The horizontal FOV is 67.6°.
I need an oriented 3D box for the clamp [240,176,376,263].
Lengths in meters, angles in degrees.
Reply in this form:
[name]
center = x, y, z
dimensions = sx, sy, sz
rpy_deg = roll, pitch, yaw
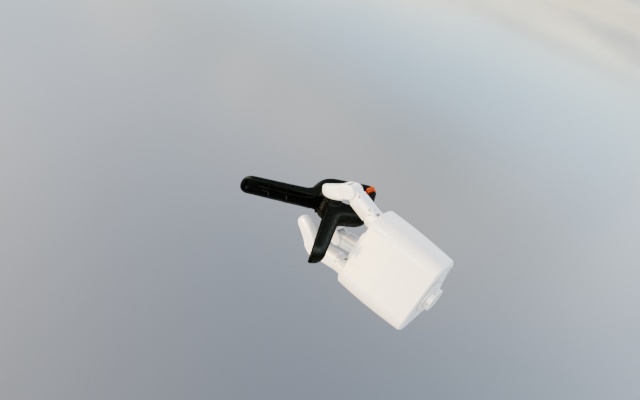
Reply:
[clamp]
center = 0.001, 0.002, 0.681
dimensions = 0.164, 0.036, 0.210
rpy_deg = 40, 35, 23
